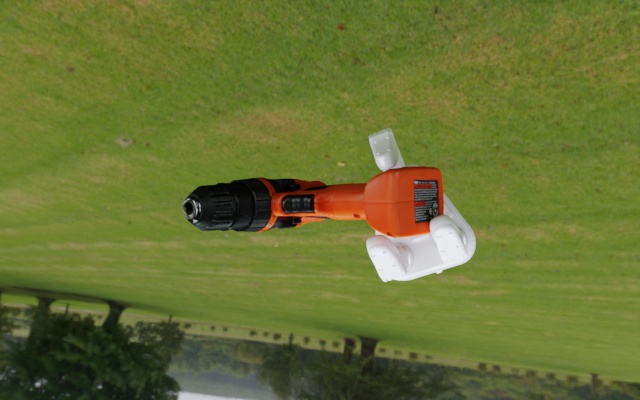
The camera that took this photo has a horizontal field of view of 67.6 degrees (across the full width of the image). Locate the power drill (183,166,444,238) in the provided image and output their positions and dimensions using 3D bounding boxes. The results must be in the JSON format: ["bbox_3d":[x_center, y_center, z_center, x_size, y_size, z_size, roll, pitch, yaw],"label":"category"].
[{"bbox_3d":[0.001,0.001,0.427,0.187,0.057,0.184,1,4,37],"label":"power drill"}]
